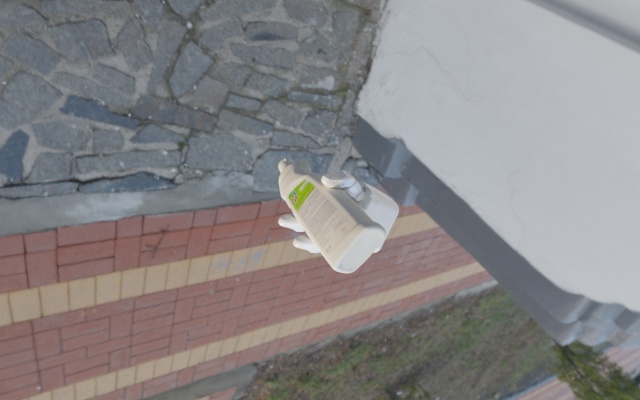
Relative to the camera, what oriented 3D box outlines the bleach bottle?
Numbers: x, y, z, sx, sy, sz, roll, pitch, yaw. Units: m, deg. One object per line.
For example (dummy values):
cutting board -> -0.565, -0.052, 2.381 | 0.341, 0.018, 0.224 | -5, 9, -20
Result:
bleach bottle -> 0.000, 0.003, 0.812 | 0.068, 0.102, 0.250 | 22, 23, -48
